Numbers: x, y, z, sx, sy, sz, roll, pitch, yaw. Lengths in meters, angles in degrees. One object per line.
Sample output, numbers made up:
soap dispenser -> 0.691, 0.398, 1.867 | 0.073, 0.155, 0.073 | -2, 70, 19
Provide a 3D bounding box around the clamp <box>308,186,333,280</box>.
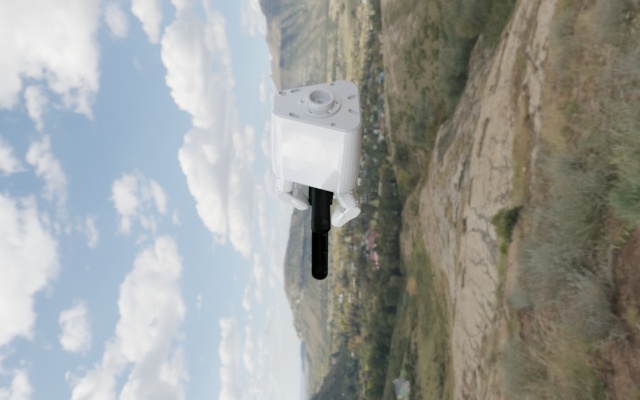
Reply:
clamp -> -0.001, 0.002, 0.702 | 0.036, 0.209, 0.165 | 1, -38, -1
